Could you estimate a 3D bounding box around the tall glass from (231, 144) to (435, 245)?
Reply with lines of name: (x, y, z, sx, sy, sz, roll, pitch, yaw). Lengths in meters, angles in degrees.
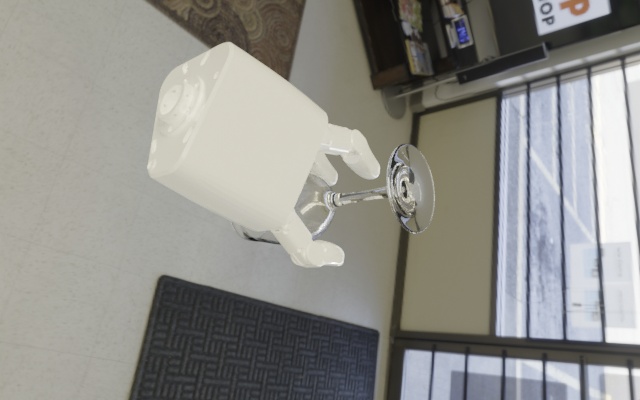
tall glass: (0.001, 0.002, 0.454, 0.201, 0.079, 0.079, -9, -6, 40)
